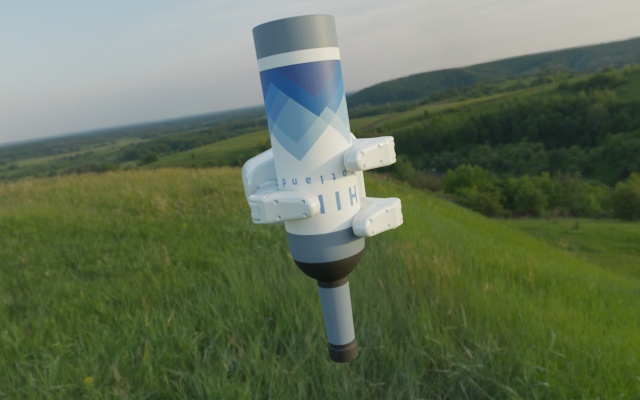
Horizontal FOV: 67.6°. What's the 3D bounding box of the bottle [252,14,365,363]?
[{"bbox_3d":[0.000,0.001,0.411,0.069,0.296,0.069,-8,12,2],"label":"bottle"}]
